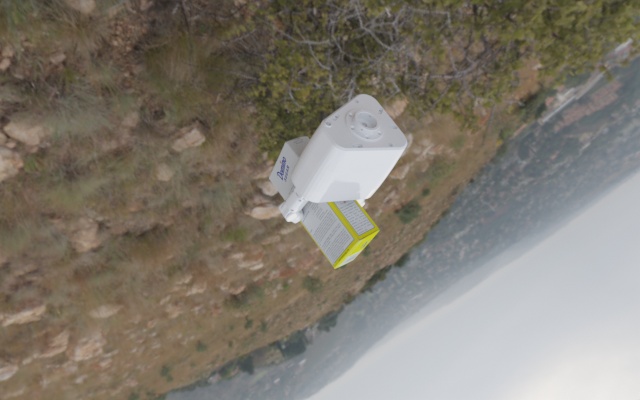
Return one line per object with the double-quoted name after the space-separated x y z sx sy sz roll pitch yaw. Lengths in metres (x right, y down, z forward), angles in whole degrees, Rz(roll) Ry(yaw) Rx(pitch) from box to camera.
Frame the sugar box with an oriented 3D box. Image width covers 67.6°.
0.001 0.002 0.682 0.048 0.176 0.093 -21 -22 -35 "sugar box"
